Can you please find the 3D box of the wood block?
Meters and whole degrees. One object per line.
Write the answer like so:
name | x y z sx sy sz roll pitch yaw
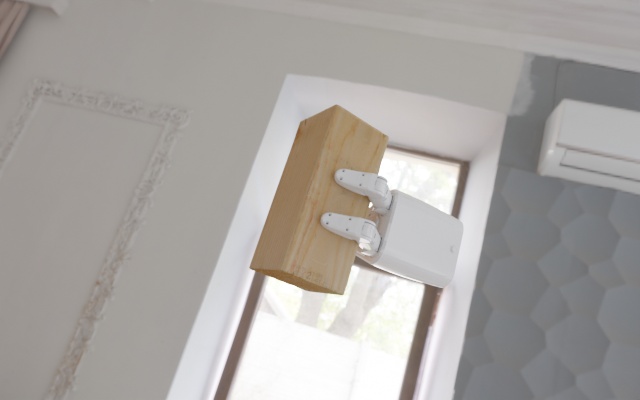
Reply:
wood block | 0.000 0.002 0.588 0.090 0.206 0.091 27 -19 -26
